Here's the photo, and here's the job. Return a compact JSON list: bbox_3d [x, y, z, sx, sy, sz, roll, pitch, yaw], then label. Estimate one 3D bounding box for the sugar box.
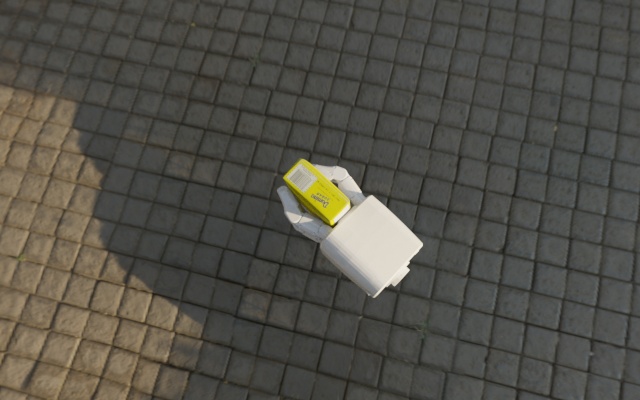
[{"bbox_3d":[0.000,0.003,0.724,0.093,0.048,0.176,43,-8,12],"label":"sugar box"}]
